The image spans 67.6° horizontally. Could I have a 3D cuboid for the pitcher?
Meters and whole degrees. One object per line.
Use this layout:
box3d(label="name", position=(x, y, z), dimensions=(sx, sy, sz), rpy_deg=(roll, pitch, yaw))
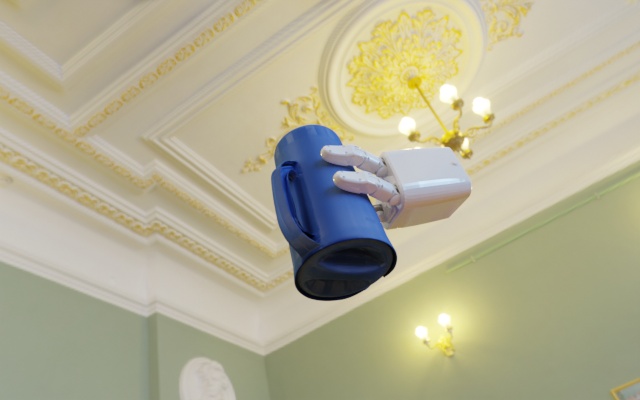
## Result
box3d(label="pitcher", position=(0.000, 0.002, 0.662), dimensions=(0.145, 0.242, 0.149), rpy_deg=(-8, -41, -11))
